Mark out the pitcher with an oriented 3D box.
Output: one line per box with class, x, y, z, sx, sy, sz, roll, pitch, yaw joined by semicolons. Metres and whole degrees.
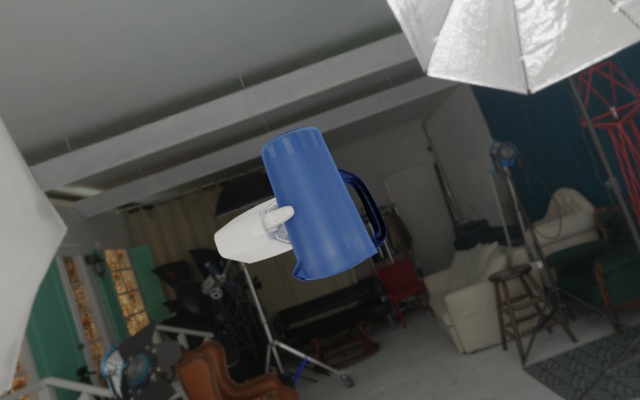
pitcher;0.000;0.003;0.806;0.145;0.243;0.149;-24;-5;22
